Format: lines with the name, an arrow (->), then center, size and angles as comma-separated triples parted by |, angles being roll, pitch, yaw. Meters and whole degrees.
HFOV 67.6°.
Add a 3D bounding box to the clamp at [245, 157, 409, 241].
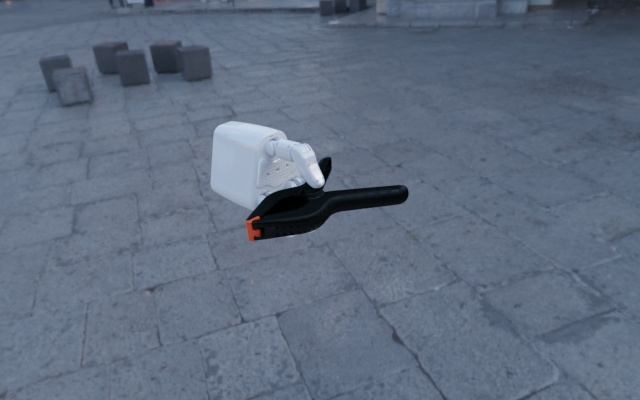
clamp -> -0.001, 0.001, 0.621 | 0.164, 0.036, 0.210 | 19, 36, 39
